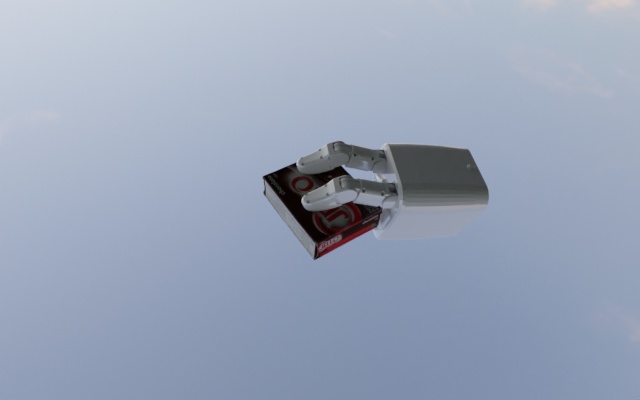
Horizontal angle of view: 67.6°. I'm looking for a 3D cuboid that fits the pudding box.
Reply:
[{"bbox_3d":[0.000,0.002,0.544,0.090,0.039,0.113,-25,55,-26],"label":"pudding box"}]
